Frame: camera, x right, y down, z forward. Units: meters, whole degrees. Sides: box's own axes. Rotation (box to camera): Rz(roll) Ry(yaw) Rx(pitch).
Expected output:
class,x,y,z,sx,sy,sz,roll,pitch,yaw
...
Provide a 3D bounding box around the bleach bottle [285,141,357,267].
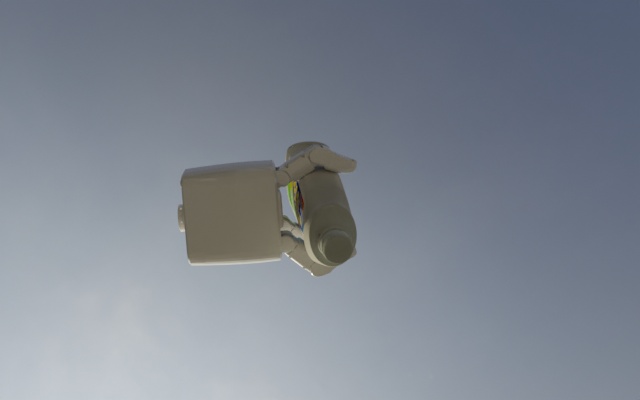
class,x,y,z,sx,sy,sz,roll,pitch,yaw
bleach bottle,0.000,0.002,0.571,0.068,0.102,0.250,-3,18,-7
